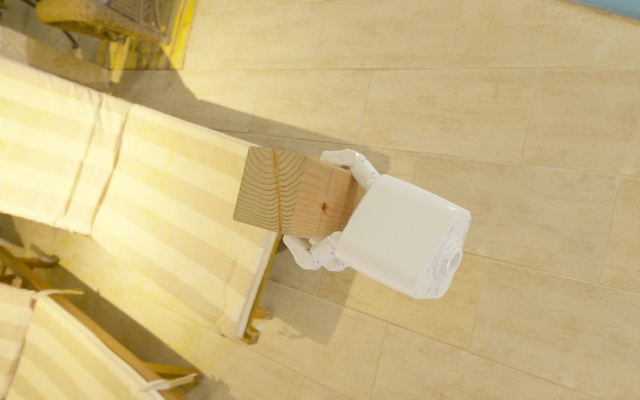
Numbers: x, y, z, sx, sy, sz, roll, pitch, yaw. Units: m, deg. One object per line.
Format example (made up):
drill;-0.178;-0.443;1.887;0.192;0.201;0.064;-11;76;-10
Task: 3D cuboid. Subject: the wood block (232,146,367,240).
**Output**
wood block;0.000;0.002;0.610;0.090;0.091;0.206;12;-2;36
